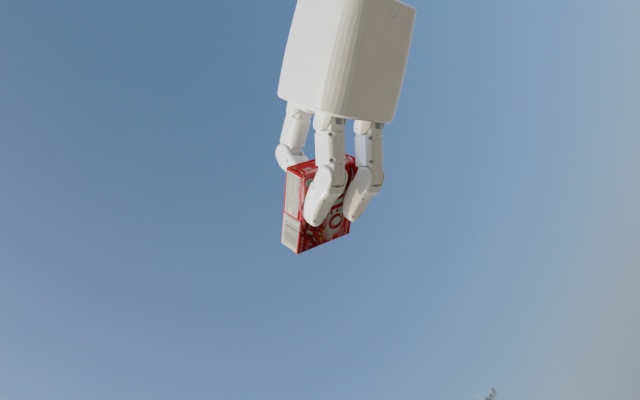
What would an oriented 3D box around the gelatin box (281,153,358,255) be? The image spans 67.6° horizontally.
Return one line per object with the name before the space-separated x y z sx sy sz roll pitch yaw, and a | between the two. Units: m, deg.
gelatin box | 0.000 0.002 0.476 0.073 0.089 0.030 -19 37 -38
